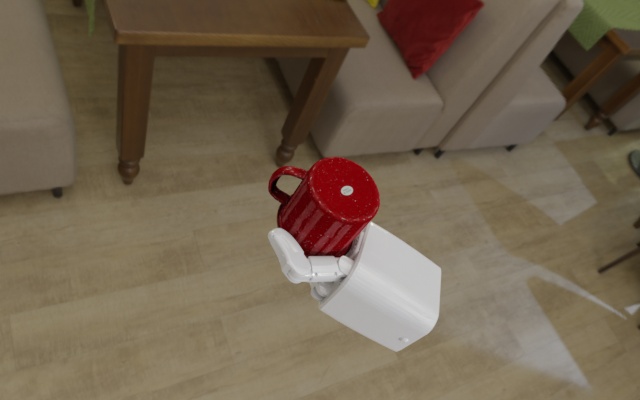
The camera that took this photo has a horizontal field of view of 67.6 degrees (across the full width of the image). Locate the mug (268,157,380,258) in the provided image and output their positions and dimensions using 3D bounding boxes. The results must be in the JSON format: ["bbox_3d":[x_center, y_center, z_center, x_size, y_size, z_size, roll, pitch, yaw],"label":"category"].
[{"bbox_3d":[-0.001,0.001,0.504,0.117,0.093,0.081,32,-41,-4],"label":"mug"}]
